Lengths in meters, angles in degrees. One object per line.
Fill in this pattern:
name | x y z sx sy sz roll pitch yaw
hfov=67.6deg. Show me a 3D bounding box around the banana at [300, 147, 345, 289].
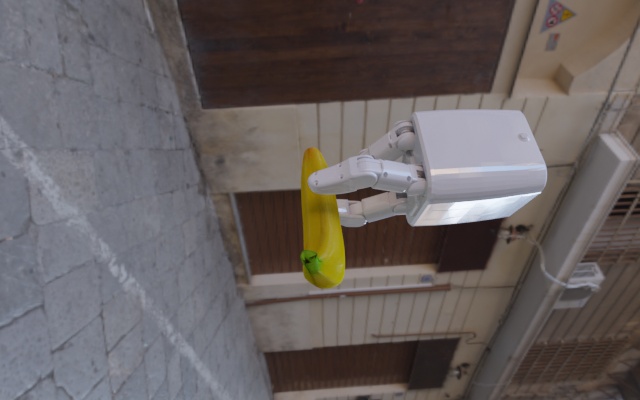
banana | 0.001 0.019 0.438 0.037 0.070 0.197 -3 30 -1
